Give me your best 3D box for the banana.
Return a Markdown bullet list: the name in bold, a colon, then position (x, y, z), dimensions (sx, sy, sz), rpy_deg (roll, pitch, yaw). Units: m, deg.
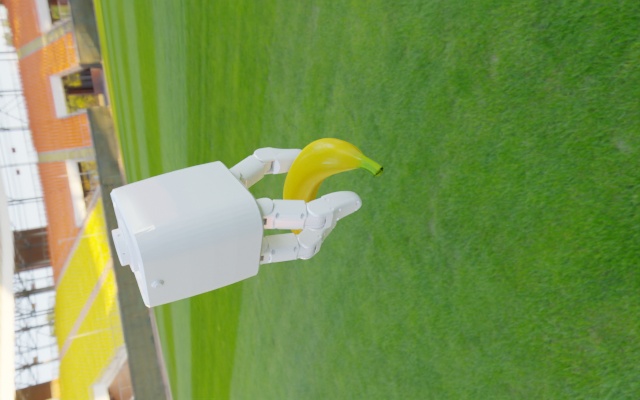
- **banana**: position (-0.007, -0.016, 0.505), dimensions (0.037, 0.069, 0.198), rpy_deg (-24, -9, -29)
